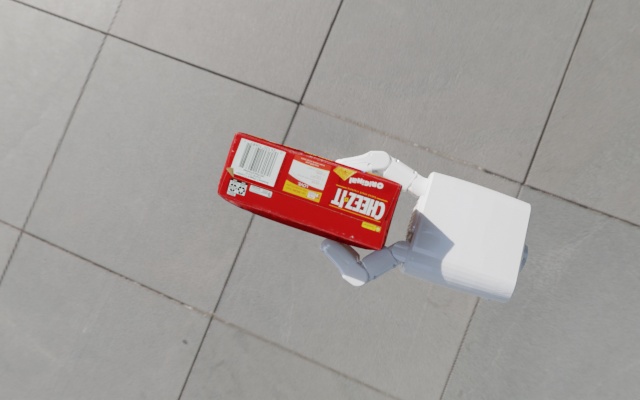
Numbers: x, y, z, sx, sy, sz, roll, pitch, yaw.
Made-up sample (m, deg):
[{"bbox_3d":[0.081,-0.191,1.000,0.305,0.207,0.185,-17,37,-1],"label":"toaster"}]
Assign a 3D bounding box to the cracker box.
[{"bbox_3d":[0.000,0.002,0.531,0.164,0.072,0.214,18,-4,8],"label":"cracker box"}]
